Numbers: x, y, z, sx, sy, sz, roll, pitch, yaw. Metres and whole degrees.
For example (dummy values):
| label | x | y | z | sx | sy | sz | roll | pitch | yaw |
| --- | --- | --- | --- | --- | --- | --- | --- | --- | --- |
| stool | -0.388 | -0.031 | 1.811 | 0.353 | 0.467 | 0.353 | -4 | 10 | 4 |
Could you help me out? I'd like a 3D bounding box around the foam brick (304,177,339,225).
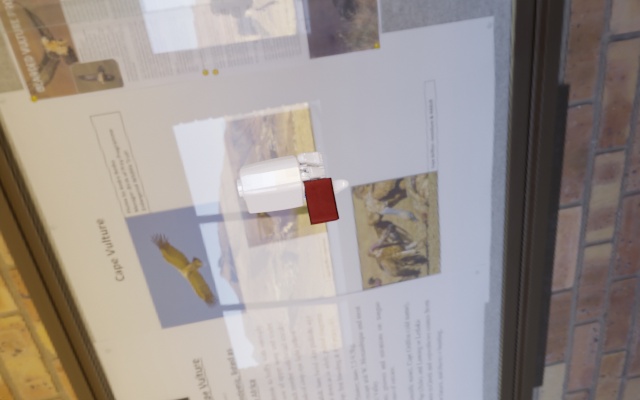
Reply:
| label | x | y | z | sx | sy | sz | roll | pitch | yaw |
| --- | --- | --- | --- | --- | --- | --- | --- | --- | --- |
| foam brick | 0.000 | 0.003 | 0.875 | 0.051 | 0.078 | 0.053 | -10 | -7 | -6 |
